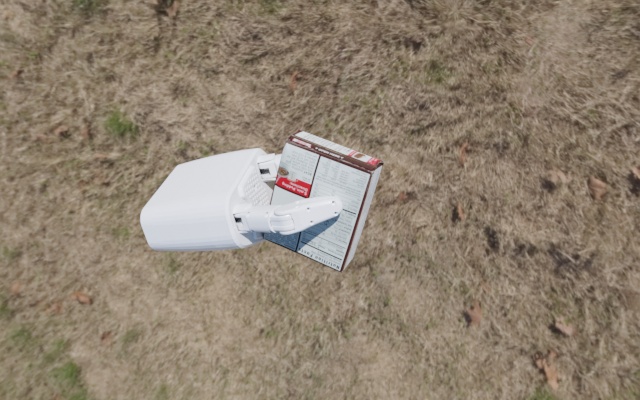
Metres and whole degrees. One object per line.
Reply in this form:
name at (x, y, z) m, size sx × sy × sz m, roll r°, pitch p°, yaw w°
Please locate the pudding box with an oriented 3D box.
pudding box at (0.000, 0.002, 0.455) m, size 0.090 × 0.113 × 0.039 m, roll 22°, pitch 28°, yaw 13°
